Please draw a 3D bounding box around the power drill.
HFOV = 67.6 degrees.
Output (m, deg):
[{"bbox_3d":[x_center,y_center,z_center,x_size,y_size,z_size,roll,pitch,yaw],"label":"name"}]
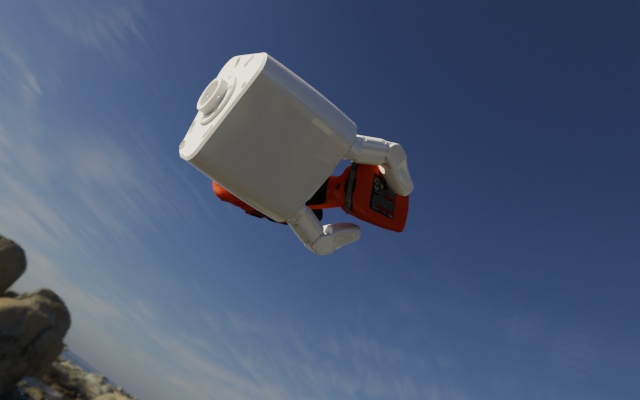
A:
[{"bbox_3d":[0.000,0.002,0.543,0.187,0.057,0.184,0,-13,34],"label":"power drill"}]
